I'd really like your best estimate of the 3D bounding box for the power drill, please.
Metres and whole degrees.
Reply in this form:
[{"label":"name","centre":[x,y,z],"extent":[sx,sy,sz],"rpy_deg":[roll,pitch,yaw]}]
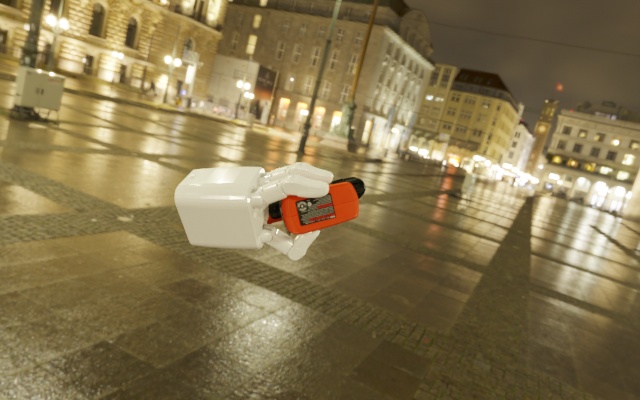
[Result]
[{"label":"power drill","centre":[0.000,0.002,0.733],"extent":[0.184,0.057,0.187],"rpy_deg":[-16,5,-9]}]
